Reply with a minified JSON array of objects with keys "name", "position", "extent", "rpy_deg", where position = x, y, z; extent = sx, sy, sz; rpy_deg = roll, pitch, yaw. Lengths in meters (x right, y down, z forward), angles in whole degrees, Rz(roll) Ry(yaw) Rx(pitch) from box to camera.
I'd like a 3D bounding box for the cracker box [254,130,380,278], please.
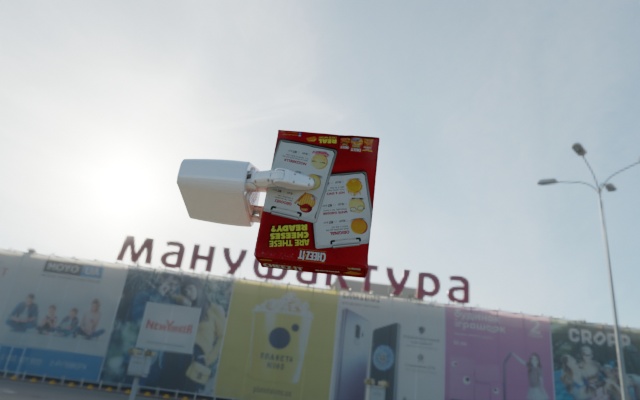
[{"name":"cracker box","position":[0.000,0.002,0.736],"extent":[0.164,0.213,0.072],"rpy_deg":[5,-23,6]}]
